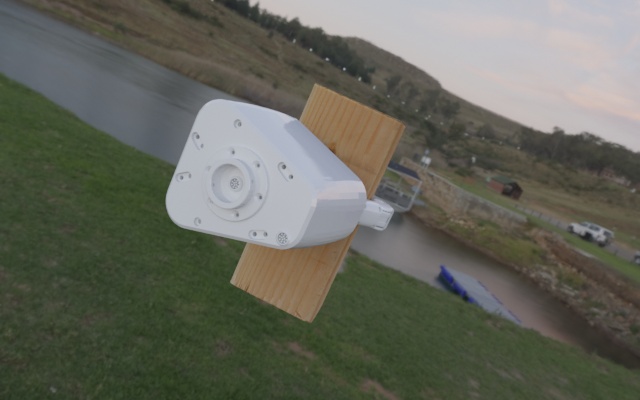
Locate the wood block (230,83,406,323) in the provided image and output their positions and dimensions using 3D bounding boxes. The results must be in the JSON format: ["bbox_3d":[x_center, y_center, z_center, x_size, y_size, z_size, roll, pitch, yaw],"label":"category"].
[{"bbox_3d":[0.000,0.002,0.480,0.091,0.206,0.090,26,10,7],"label":"wood block"}]
